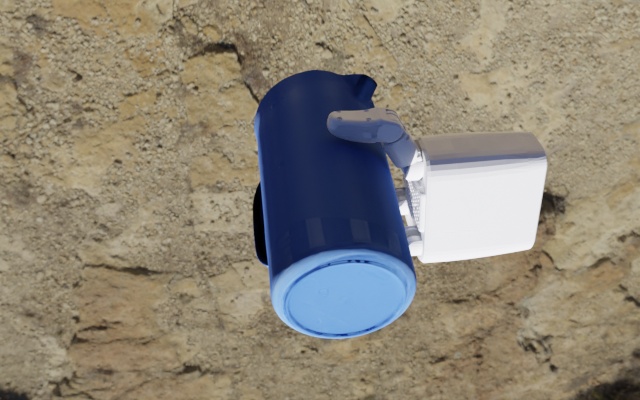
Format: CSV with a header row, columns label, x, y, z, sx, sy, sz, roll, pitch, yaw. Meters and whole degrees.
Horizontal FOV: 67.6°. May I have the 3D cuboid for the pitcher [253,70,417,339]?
label,x,y,z,sx,sy,sz,roll,pitch,yaw
pitcher,0.000,0.001,0.438,0.145,0.149,0.242,-6,41,-2
